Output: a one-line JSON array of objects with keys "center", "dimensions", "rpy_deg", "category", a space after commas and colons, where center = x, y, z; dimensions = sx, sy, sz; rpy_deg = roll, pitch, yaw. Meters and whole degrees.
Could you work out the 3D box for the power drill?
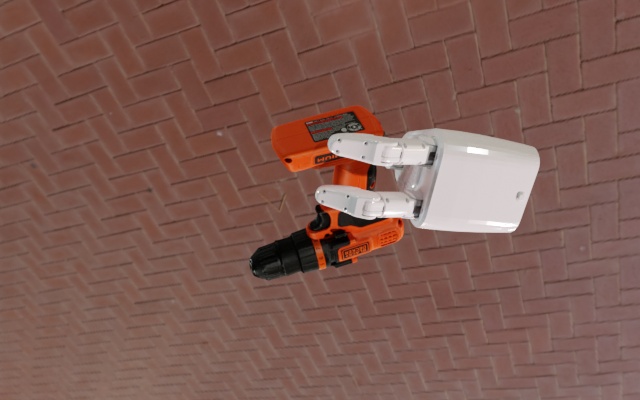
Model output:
[{"center": [0.000, 0.001, 0.508], "dimensions": [0.184, 0.188, 0.057], "rpy_deg": [-18, 46, -10], "category": "power drill"}]
